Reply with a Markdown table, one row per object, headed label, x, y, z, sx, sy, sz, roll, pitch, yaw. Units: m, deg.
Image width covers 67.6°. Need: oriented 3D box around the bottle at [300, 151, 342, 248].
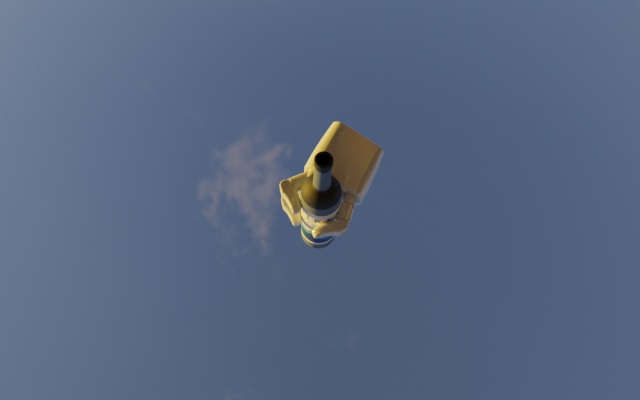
| label | x | y | z | sx | sy | sz | roll | pitch | yaw |
| --- | --- | --- | --- | --- | --- | --- | --- | --- | --- |
| bottle | 0.000 | 0.003 | 0.797 | 0.069 | 0.069 | 0.296 | 0 | -24 | -2 |
